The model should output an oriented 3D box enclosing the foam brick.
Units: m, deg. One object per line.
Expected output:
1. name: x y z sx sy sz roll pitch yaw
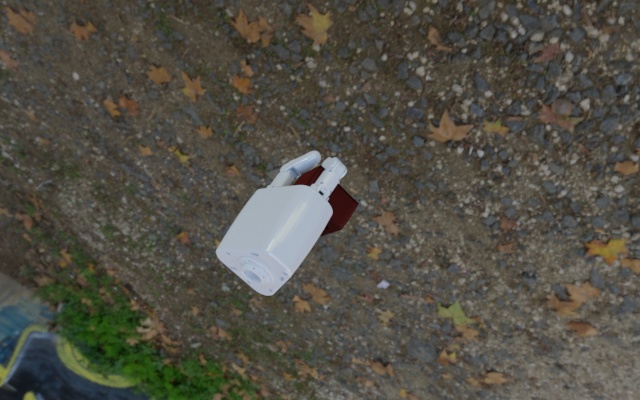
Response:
1. foam brick: 0.000 0.002 0.641 0.078 0.051 0.053 44 -35 -17
